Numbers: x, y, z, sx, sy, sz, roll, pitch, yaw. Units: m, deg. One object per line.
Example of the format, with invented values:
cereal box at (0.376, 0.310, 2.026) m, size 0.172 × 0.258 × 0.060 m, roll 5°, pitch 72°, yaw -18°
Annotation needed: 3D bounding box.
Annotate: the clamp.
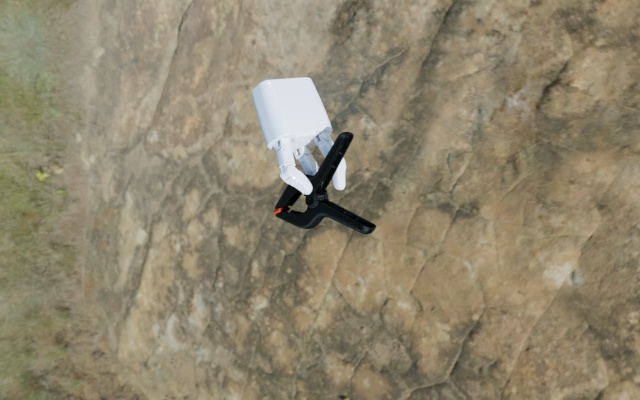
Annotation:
clamp at (-0.001, 0.003, 0.799) m, size 0.036 × 0.164 × 0.210 m, roll -3°, pitch -20°, yaw -47°
